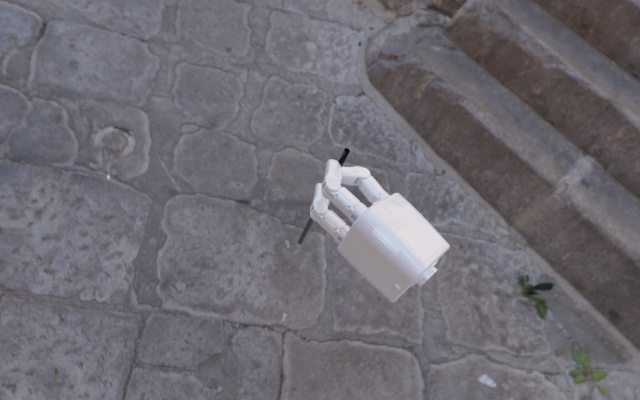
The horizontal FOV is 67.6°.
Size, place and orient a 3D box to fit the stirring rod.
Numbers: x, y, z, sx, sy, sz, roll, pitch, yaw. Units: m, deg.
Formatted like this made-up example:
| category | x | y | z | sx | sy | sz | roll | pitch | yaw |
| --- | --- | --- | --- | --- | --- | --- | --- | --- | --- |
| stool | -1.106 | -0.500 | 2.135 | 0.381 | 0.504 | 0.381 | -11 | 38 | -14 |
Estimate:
| category | x | y | z | sx | sy | sz | roll | pitch | yaw |
| --- | --- | --- | --- | --- | --- | --- | --- | --- | --- |
| stirring rod | 0.000 | 0.002 | 0.728 | 0.011 | 0.011 | 0.240 | 0 | -35 | -21 |
